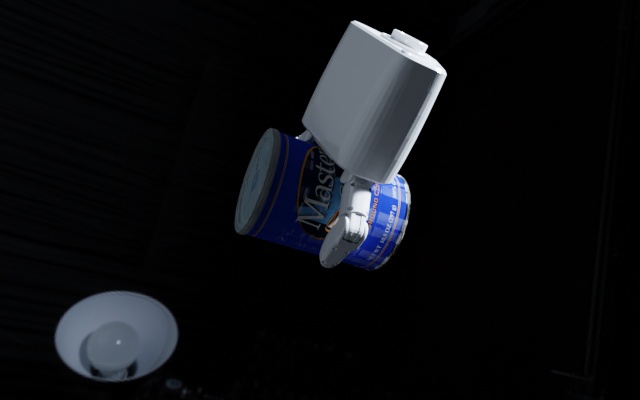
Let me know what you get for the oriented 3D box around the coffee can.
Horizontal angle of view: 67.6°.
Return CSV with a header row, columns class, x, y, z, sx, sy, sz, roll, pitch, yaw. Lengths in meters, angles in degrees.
class,x,y,z,sx,sy,sz,roll,pitch,yaw
coffee can,0.000,0.002,0.466,0.140,0.103,0.103,18,-6,-19
